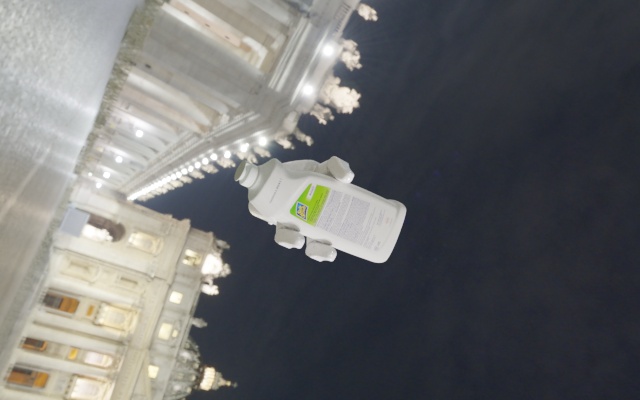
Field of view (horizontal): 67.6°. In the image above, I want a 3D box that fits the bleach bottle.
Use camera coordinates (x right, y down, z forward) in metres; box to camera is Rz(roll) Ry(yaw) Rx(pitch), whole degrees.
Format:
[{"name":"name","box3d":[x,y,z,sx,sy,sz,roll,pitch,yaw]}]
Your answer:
[{"name":"bleach bottle","box3d":[0.000,0.002,0.670,0.251,0.102,0.068,26,-10,-27]}]
